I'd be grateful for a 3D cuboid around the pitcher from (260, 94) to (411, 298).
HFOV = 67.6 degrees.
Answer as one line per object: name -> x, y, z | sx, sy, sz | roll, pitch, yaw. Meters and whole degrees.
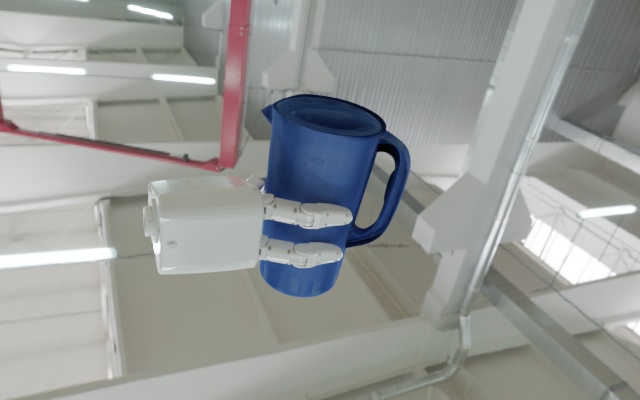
pitcher -> 0.000, 0.002, 0.597 | 0.145, 0.243, 0.149 | -5, 32, -27
